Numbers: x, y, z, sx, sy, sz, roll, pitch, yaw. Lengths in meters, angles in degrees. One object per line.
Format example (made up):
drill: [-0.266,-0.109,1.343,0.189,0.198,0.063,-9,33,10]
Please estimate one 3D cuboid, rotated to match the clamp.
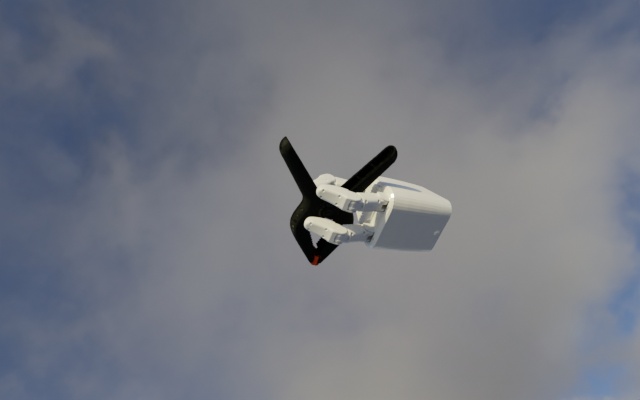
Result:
clamp: [0.000,0.002,0.676,0.164,0.210,0.036,9,31,-21]
